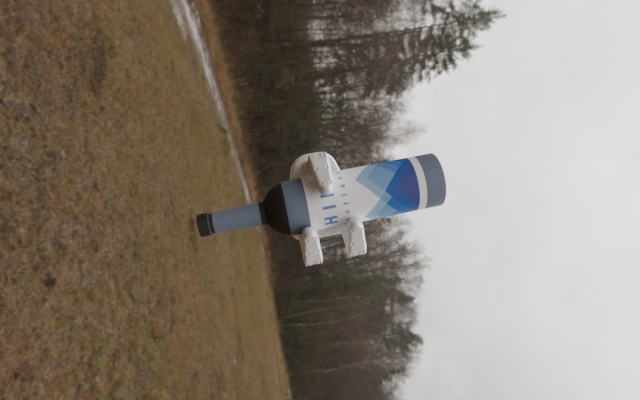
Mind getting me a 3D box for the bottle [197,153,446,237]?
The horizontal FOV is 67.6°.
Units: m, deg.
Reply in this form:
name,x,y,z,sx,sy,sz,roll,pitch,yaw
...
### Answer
name,x,y,z,sx,sy,sz,roll,pitch,yaw
bottle,0.000,0.002,0.580,0.296,0.069,0.069,-11,1,-6
